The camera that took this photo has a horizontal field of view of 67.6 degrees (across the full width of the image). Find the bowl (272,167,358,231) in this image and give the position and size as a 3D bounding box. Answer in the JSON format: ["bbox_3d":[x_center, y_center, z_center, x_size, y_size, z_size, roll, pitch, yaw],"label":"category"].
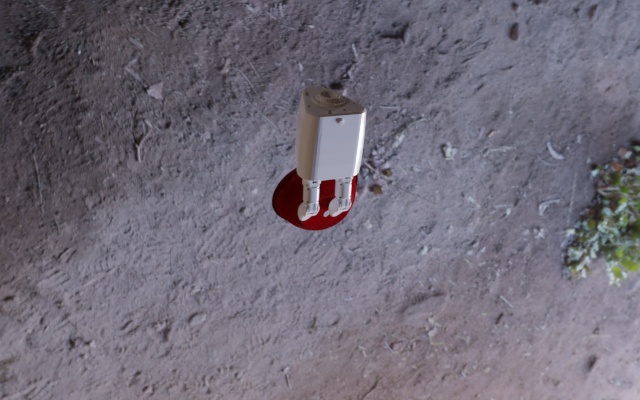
[{"bbox_3d":[0.000,0.004,0.829,0.162,0.055,0.162,-16,-37,-13],"label":"bowl"}]
